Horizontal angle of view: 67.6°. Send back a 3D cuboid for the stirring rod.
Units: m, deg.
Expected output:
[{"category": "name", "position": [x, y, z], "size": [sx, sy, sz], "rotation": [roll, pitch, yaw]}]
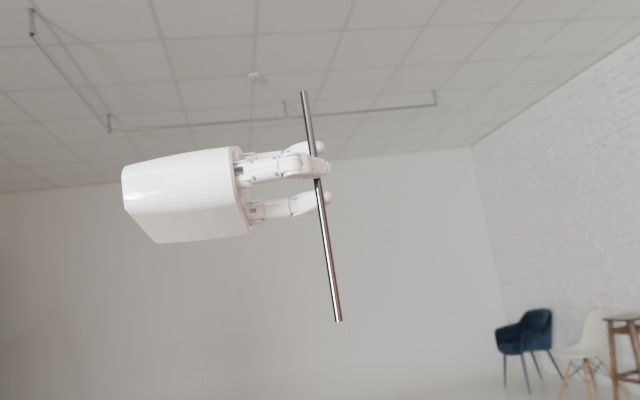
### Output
[{"category": "stirring rod", "position": [0.000, 0.002, 0.488], "size": [0.011, 0.239, 0.011], "rotation": [-9, -10, -1]}]
